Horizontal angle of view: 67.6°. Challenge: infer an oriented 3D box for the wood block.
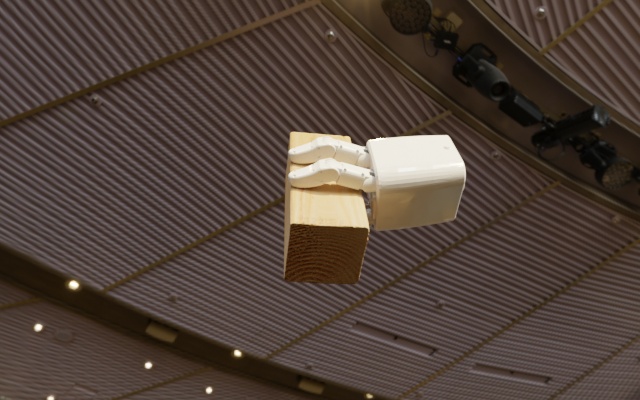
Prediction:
[{"bbox_3d":[0.000,0.002,0.621,0.090,0.091,0.206,4,35,-6],"label":"wood block"}]
